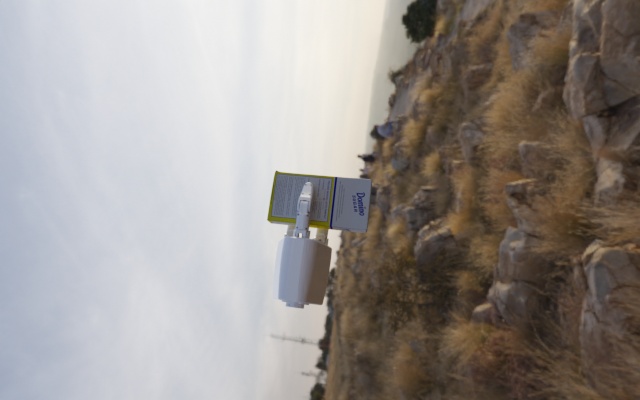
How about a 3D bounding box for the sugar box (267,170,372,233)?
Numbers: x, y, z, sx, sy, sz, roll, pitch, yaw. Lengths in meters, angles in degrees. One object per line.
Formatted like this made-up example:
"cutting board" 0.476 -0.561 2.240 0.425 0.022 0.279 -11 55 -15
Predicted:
"sugar box" 0.000 0.003 0.848 0.176 0.093 0.048 7 -11 4
